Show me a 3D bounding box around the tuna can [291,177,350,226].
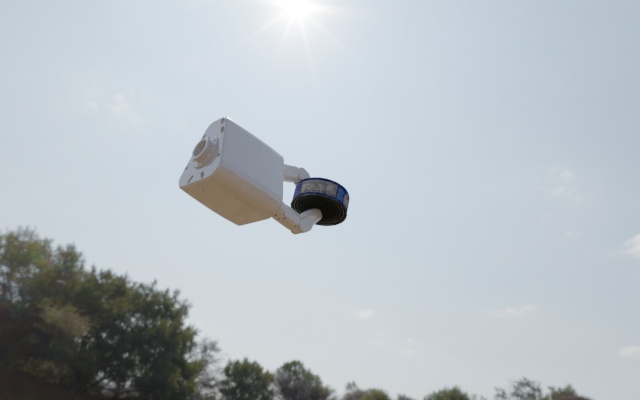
[{"bbox_3d":[0.000,0.002,0.717,0.086,0.033,0.086,9,-32,6],"label":"tuna can"}]
